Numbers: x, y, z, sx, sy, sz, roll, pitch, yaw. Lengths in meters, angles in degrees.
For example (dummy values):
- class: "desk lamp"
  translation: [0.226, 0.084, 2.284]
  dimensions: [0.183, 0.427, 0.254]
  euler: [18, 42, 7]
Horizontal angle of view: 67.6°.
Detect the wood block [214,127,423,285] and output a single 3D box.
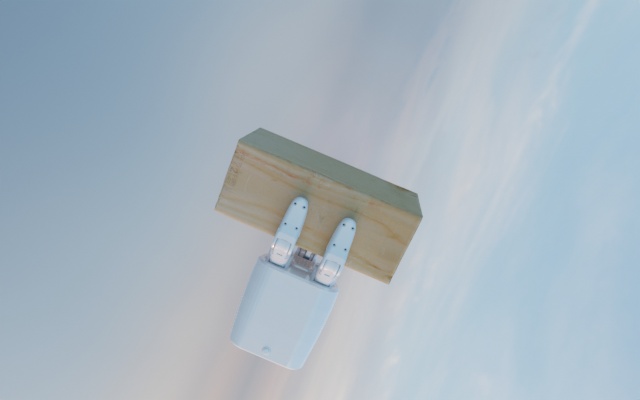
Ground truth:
- class: "wood block"
  translation: [0.000, 0.002, 0.545]
  dimensions: [0.206, 0.090, 0.090]
  euler: [23, 18, 0]
